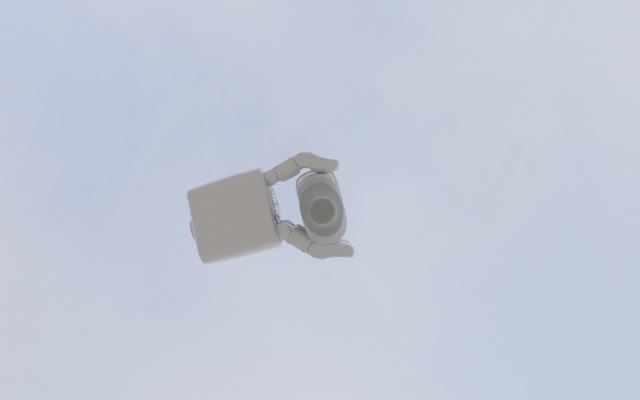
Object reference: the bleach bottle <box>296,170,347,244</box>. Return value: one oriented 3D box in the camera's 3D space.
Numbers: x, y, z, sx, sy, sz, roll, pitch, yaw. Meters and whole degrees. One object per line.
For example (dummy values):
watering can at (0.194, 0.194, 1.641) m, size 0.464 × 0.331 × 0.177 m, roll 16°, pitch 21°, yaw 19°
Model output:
bleach bottle at (0.000, 0.002, 0.644) m, size 0.068 × 0.102 × 0.251 m, roll -16°, pitch 1°, yaw 0°
